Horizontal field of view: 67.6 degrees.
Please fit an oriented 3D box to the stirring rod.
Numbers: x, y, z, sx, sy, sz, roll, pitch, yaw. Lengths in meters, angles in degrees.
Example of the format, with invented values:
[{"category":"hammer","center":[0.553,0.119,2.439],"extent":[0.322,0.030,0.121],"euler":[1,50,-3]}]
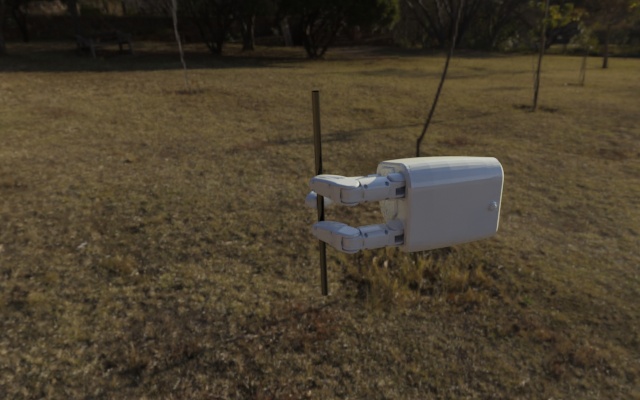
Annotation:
[{"category":"stirring rod","center":[0.000,0.002,0.522],"extent":[0.011,0.240,0.011],"euler":[-2,24,1]}]
